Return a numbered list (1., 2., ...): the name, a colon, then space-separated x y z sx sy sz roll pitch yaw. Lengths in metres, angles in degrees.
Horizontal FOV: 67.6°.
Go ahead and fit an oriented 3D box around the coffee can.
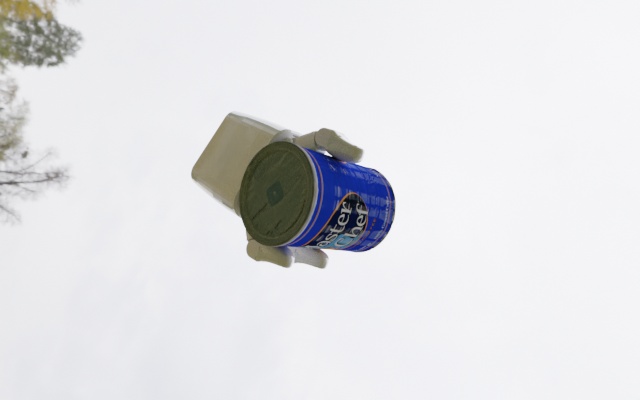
1. coffee can: 0.000 0.002 0.509 0.103 0.103 0.140 0 -7 41
